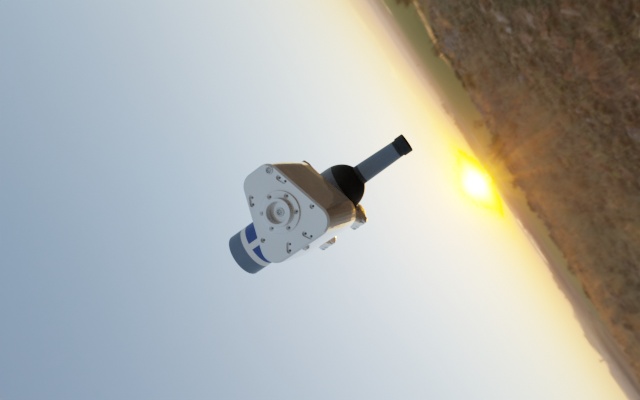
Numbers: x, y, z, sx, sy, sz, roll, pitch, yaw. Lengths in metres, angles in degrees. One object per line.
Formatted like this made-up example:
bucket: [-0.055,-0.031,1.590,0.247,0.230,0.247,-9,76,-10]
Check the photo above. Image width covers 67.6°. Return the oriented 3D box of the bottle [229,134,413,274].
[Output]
bottle: [0.000,0.002,0.678,0.296,0.069,0.069,-35,-12,17]
